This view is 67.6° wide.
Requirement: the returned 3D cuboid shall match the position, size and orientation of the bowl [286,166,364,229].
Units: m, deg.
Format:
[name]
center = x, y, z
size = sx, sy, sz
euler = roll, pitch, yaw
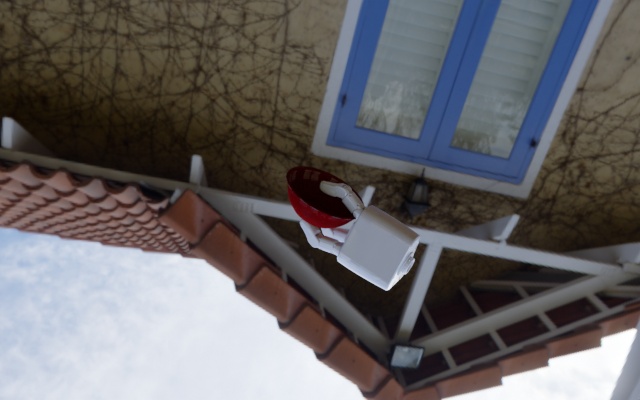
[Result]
[bowl]
center = -0.001, 0.002, 0.900
size = 0.162, 0.055, 0.162
euler = 22, 28, -13
